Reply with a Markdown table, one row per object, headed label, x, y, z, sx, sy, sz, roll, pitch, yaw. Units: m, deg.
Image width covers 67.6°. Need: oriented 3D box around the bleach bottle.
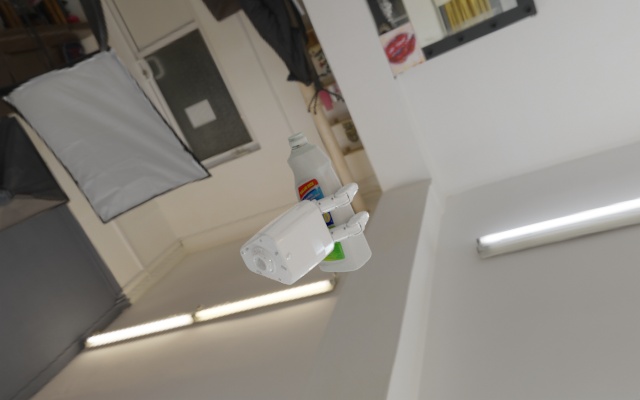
| label | x | y | z | sx | sy | sz | roll | pitch | yaw |
| --- | --- | --- | --- | --- | --- | --- | --- | --- | --- |
| bleach bottle | 0.000 | 0.003 | 0.833 | 0.102 | 0.251 | 0.068 | -8 | 22 | 45 |
